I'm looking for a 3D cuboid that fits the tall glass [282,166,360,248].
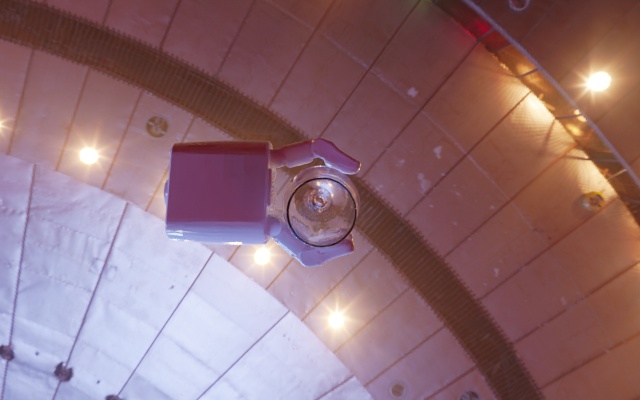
[{"bbox_3d":[0.000,0.002,0.514,0.079,0.079,0.201,0,5,-1],"label":"tall glass"}]
